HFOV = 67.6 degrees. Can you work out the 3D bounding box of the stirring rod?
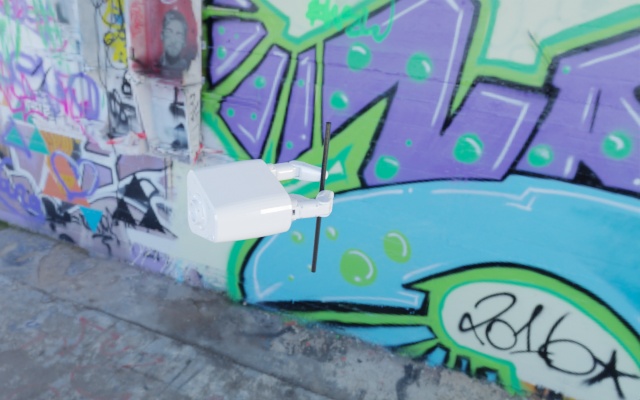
[{"bbox_3d":[0.000,0.002,0.708,0.011,0.240,0.011,5,23,-2],"label":"stirring rod"}]
